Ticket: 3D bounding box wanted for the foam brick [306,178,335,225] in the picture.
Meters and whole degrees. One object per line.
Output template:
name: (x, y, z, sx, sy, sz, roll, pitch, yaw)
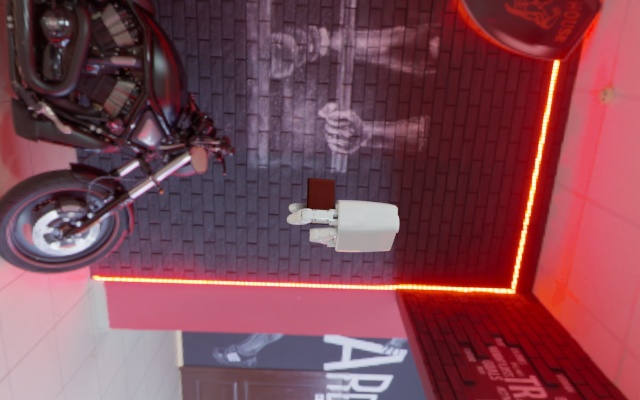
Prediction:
foam brick: (0.000, 0.003, 0.893, 0.051, 0.078, 0.053, 1, -15, 0)
